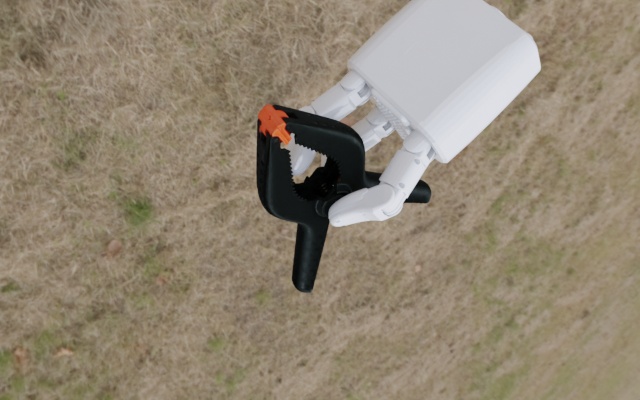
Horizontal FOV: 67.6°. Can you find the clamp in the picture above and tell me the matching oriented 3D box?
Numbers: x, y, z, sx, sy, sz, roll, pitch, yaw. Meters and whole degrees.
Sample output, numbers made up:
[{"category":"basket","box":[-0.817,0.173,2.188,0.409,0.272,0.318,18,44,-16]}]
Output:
[{"category":"clamp","box":[0.000,0.001,0.407,0.210,0.164,0.036,40,9,-50]}]
